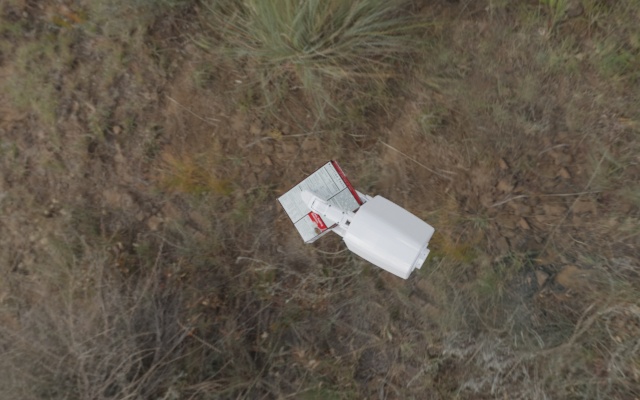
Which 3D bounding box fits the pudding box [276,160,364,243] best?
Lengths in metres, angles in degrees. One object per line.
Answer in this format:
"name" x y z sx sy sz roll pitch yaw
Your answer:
"pudding box" 0.000 0.003 0.758 0.113 0.090 0.039 -34 -9 13
